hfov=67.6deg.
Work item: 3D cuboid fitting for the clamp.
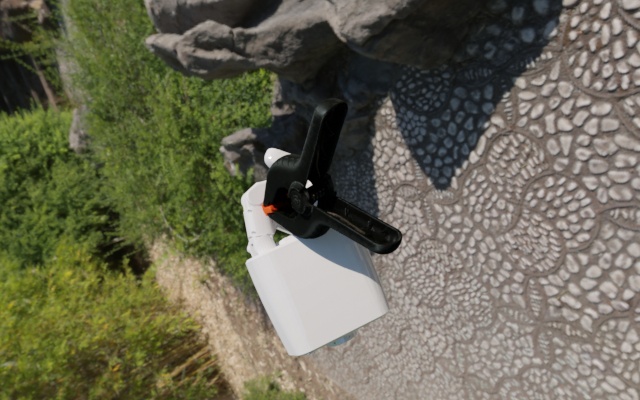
[{"bbox_3d":[-0.001,0.001,0.404,0.039,0.120,0.171,-19,-7,-27],"label":"clamp"}]
